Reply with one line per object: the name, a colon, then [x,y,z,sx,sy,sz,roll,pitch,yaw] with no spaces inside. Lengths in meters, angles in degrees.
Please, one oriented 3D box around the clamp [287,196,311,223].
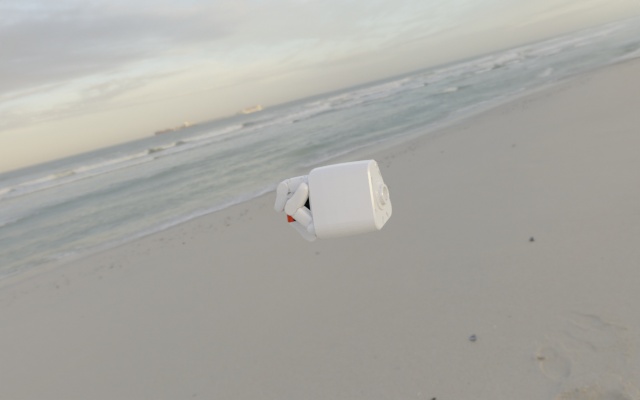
clamp: [0.000,0.002,0.880,0.120,0.039,0.171,-10,13,26]
